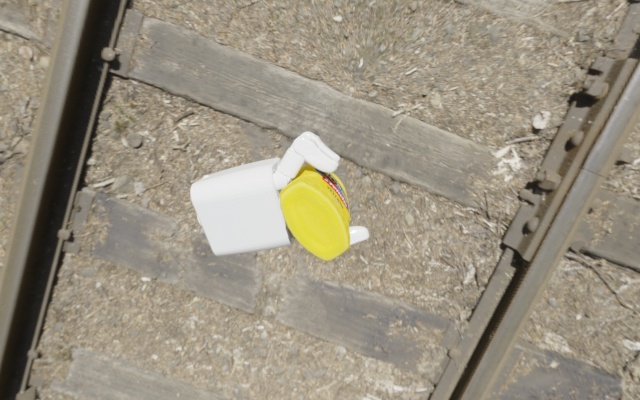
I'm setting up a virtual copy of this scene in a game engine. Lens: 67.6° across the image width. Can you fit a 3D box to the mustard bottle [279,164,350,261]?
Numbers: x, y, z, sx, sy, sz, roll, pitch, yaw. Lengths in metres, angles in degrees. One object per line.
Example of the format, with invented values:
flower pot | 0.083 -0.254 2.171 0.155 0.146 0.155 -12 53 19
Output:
mustard bottle | 0.000 0.002 0.603 0.058 0.096 0.191 -36 9 11
